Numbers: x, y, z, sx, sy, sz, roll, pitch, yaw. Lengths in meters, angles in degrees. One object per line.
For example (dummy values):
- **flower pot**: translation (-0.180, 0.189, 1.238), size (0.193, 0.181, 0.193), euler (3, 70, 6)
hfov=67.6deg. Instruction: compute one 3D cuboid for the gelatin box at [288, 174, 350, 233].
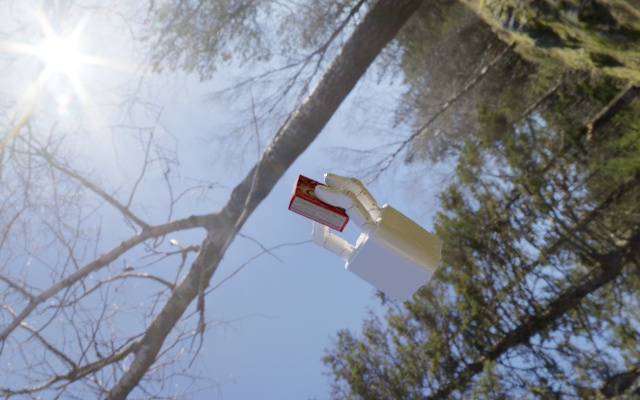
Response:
- **gelatin box**: translation (0.000, 0.003, 0.714), size (0.089, 0.030, 0.073), euler (23, 27, -8)
